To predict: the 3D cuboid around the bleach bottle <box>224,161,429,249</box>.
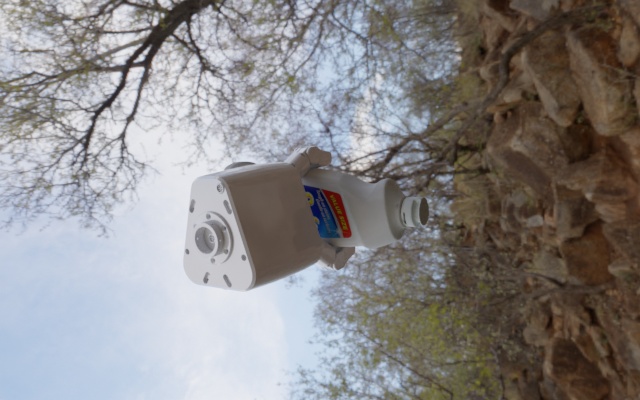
[{"bbox_3d":[0.000,0.002,0.553,0.251,0.102,0.068,1,8,33],"label":"bleach bottle"}]
